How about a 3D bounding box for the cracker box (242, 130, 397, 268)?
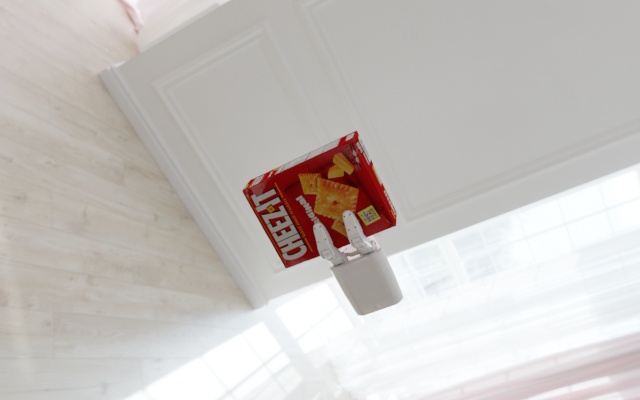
[{"bbox_3d":[0.000,0.003,0.815,0.214,0.164,0.072,-23,15,16],"label":"cracker box"}]
